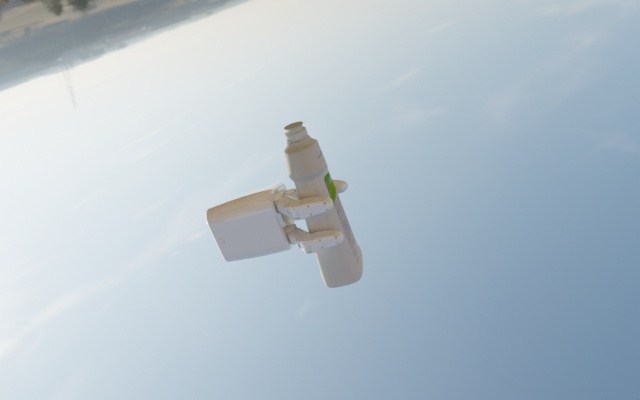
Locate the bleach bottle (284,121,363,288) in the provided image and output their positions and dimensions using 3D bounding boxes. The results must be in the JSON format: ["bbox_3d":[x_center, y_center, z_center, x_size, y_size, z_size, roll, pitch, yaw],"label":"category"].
[{"bbox_3d":[0.000,0.002,0.707,0.068,0.251,0.102,-15,25,8],"label":"bleach bottle"}]
